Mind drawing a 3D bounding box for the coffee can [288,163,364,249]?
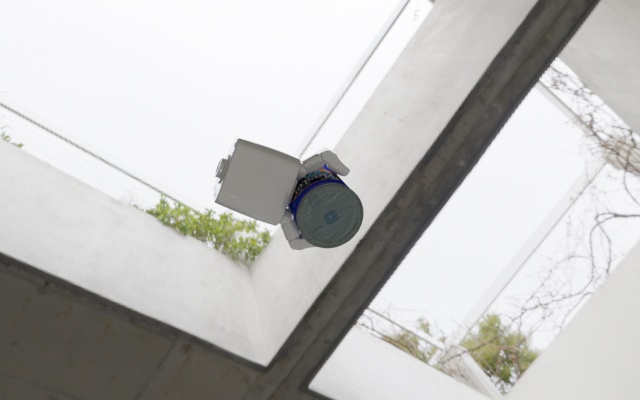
[{"bbox_3d":[0.000,0.003,0.772,0.103,0.103,0.140,0,19,-14],"label":"coffee can"}]
